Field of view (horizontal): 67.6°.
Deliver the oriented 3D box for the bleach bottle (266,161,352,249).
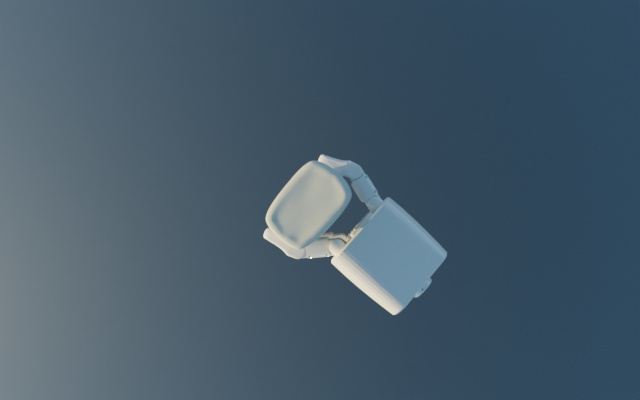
[{"bbox_3d":[0.000,0.002,0.648,0.068,0.102,0.251,42,7,4],"label":"bleach bottle"}]
